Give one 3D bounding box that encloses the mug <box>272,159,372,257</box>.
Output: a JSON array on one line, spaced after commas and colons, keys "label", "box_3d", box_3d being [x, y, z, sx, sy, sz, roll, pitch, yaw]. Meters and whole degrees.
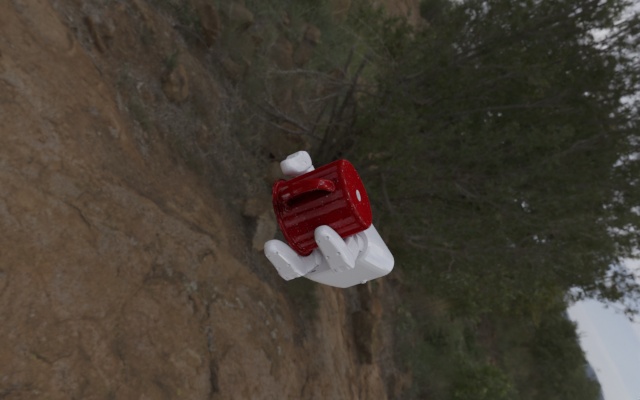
[{"label": "mug", "box_3d": [0.000, 0.001, 0.513, 0.081, 0.093, 0.117, -21, -26, 18]}]
